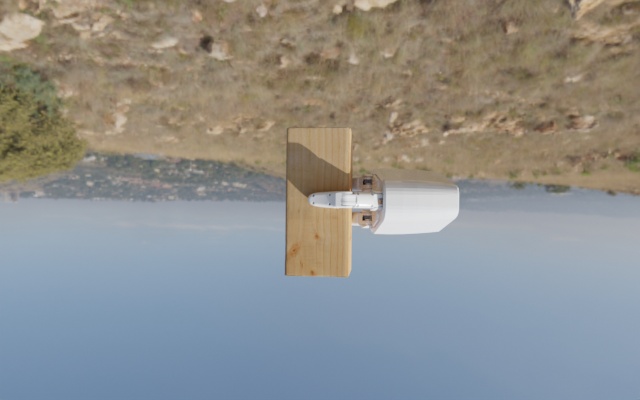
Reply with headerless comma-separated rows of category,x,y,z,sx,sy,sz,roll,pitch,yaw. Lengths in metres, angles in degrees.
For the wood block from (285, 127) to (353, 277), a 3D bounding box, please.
wood block,0.000,0.002,0.698,0.090,0.206,0.091,1,-1,7
